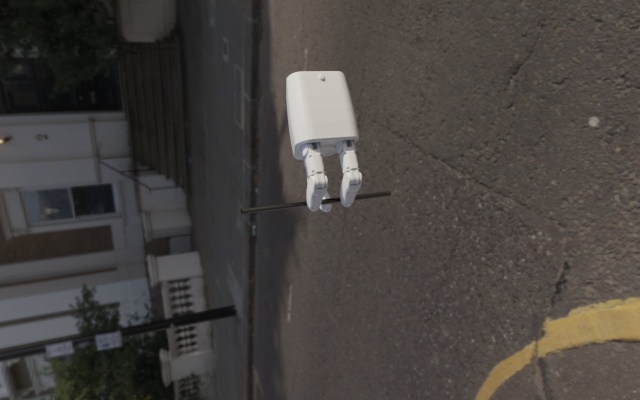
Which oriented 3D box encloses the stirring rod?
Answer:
[{"bbox_3d":[0.000,0.002,0.713,0.239,0.011,0.011,-7,3,-22],"label":"stirring rod"}]
